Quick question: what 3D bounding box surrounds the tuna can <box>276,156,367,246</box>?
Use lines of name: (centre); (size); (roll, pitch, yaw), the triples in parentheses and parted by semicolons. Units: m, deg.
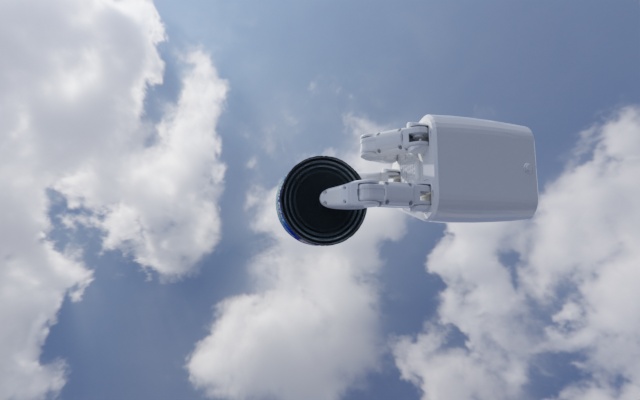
tuna can: (0.000, 0.002, 0.464); (0.086, 0.086, 0.034); (0, -6, -15)
